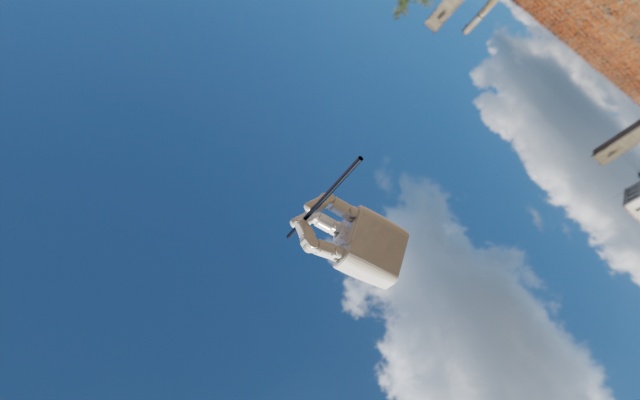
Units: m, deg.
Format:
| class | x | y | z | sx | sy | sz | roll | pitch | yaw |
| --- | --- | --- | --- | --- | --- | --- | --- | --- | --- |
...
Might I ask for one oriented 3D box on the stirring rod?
| class | x | y | z | sx | sy | sz | roll | pitch | yaw |
| --- | --- | --- | --- | --- | --- | --- | --- | --- | --- |
| stirring rod | 0.000 | 0.002 | 0.755 | 0.011 | 0.011 | 0.240 | 0 | -31 | -33 |
